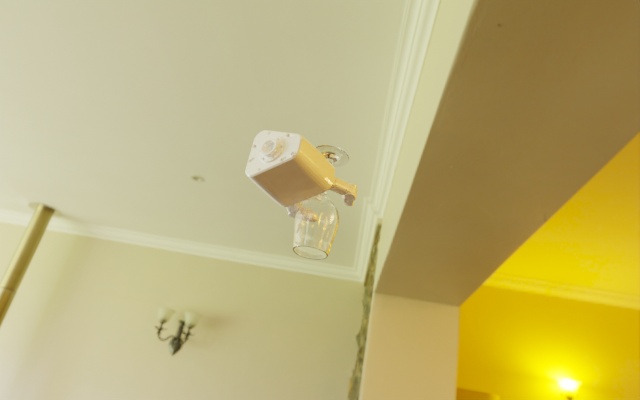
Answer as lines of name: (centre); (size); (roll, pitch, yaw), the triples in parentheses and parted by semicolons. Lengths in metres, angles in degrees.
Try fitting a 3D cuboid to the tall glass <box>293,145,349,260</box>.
tall glass: (0.000, 0.002, 0.865); (0.079, 0.201, 0.079); (9, -26, 4)
